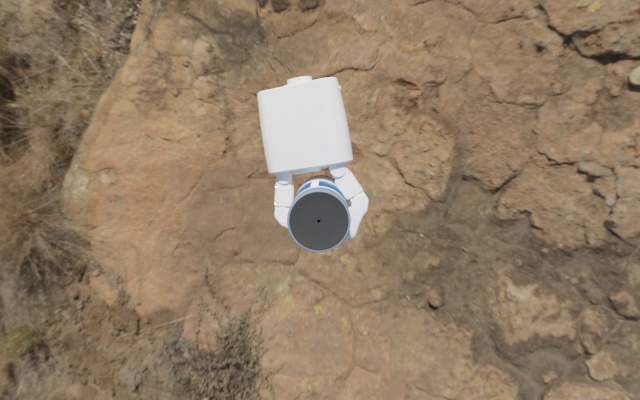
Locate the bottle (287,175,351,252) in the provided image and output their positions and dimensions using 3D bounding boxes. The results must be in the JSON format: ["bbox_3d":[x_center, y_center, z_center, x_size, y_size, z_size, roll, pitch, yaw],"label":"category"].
[{"bbox_3d":[0.000,0.002,0.639,0.069,0.069,0.295,0,8,1],"label":"bottle"}]
